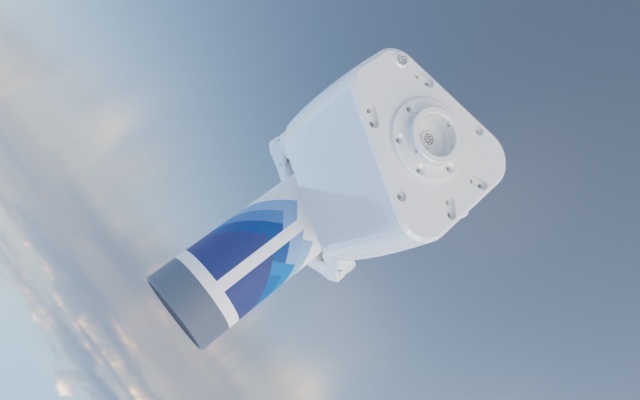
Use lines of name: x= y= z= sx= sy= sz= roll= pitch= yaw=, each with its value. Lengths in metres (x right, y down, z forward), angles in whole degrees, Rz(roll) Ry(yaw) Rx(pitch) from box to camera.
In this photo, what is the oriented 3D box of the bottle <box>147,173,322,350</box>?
bottle: x=0.000 y=0.001 z=0.406 sx=0.295 sy=0.069 sz=0.069 roll=-37 pitch=17 yaw=-24
